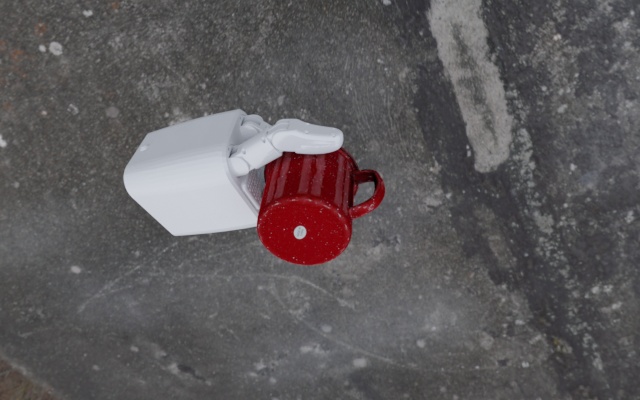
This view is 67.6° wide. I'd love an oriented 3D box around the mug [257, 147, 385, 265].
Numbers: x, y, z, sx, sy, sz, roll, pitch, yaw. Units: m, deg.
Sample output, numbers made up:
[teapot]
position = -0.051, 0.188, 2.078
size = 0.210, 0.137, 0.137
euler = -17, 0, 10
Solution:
[mug]
position = 0.001, 0.001, 0.426
size = 0.117, 0.093, 0.081
euler = -10, 38, 13
